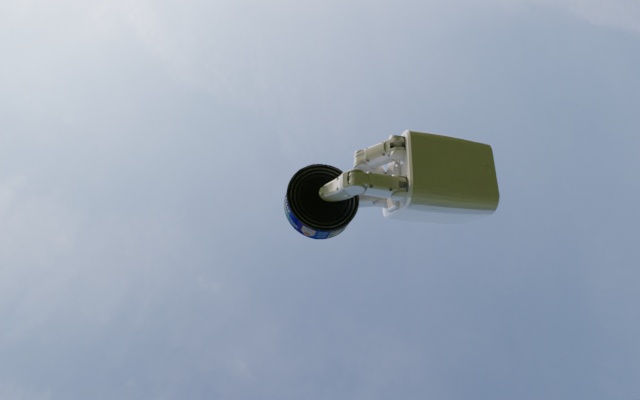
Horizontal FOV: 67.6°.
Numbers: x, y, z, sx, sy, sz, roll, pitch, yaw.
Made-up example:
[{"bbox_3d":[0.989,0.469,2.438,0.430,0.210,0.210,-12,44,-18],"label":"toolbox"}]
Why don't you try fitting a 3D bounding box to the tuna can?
[{"bbox_3d":[0.000,0.002,0.565,0.086,0.086,0.034,0,-24,-13],"label":"tuna can"}]
